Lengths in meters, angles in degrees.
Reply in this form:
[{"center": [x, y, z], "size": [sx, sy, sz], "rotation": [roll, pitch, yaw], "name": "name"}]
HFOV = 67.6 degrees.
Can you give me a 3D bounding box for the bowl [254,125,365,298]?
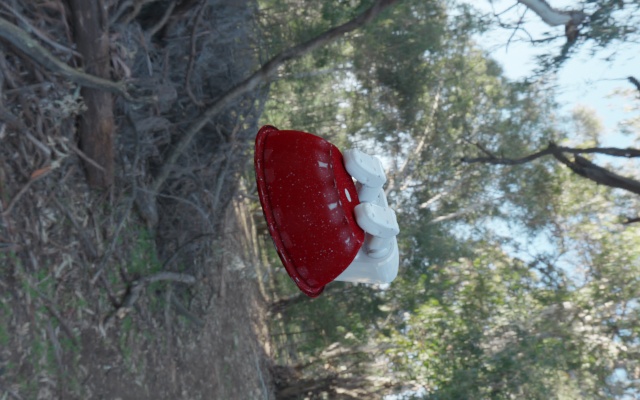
[{"center": [0.000, 0.001, 0.428], "size": [0.055, 0.162, 0.162], "rotation": [-17, -4, 14], "name": "bowl"}]
